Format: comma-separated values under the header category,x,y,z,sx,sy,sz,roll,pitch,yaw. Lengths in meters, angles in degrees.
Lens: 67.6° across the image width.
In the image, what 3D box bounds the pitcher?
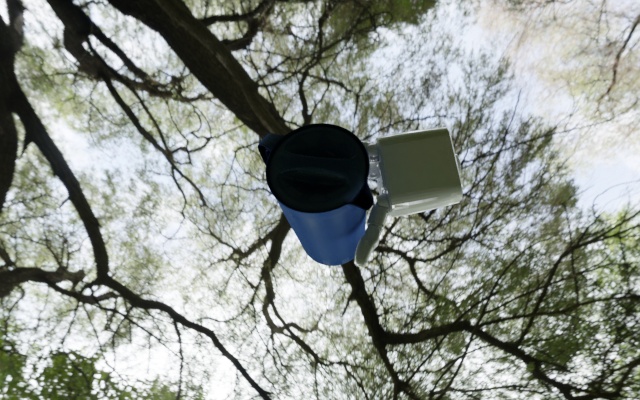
category,x,y,z,sx,sy,sz,roll,pitch,yaw
pitcher,0.000,0.002,0.706,0.145,0.149,0.243,-10,-28,1
